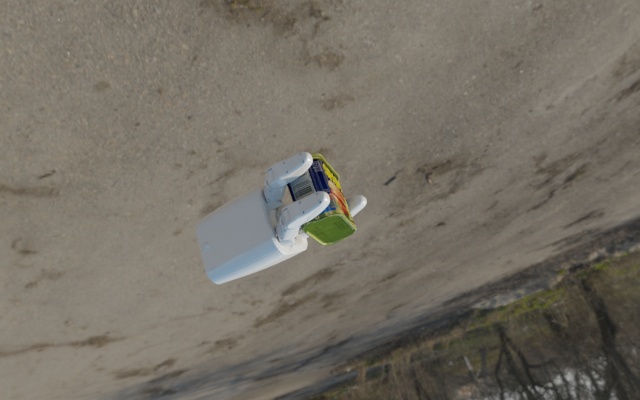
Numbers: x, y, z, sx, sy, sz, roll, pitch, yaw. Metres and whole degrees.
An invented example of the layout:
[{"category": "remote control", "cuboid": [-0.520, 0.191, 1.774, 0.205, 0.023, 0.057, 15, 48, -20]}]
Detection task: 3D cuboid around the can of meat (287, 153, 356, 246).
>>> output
[{"category": "can of meat", "cuboid": [0.000, 0.002, 0.596, 0.057, 0.084, 0.102, -25, -25, 11]}]
